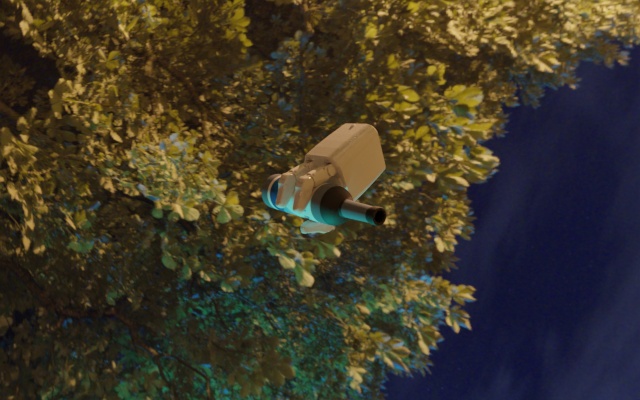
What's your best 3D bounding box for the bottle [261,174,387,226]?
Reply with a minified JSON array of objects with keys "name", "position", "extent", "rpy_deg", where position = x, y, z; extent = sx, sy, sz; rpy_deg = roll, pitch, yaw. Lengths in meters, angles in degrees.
[{"name":"bottle","position":[0.000,0.003,0.803],"extent":[0.069,0.069,0.295],"rpy_deg":[0,8,-36]}]
